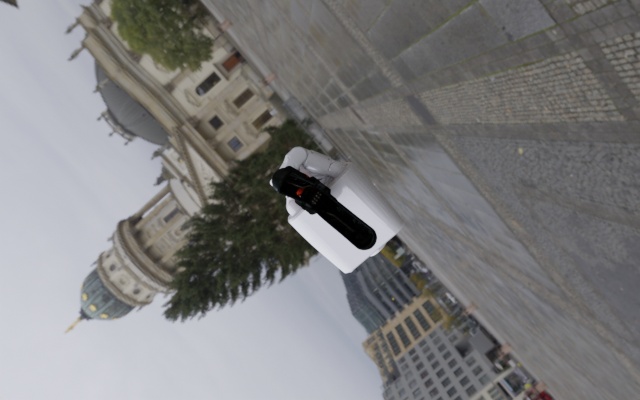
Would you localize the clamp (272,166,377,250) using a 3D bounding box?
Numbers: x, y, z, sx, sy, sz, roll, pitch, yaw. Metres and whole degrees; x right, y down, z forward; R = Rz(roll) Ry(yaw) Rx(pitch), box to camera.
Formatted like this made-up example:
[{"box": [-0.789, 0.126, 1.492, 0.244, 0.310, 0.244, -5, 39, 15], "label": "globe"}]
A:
[{"box": [0.000, 0.002, 0.520, 0.120, 0.039, 0.171, 42, 4, -8], "label": "clamp"}]
